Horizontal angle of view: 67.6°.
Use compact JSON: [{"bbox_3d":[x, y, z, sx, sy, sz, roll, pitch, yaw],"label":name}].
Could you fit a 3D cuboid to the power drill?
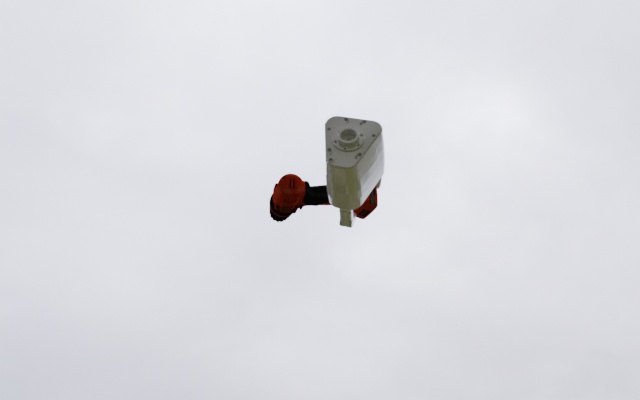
[{"bbox_3d":[0.001,0.003,0.885,0.187,0.057,0.184,0,-16,-12],"label":"power drill"}]
